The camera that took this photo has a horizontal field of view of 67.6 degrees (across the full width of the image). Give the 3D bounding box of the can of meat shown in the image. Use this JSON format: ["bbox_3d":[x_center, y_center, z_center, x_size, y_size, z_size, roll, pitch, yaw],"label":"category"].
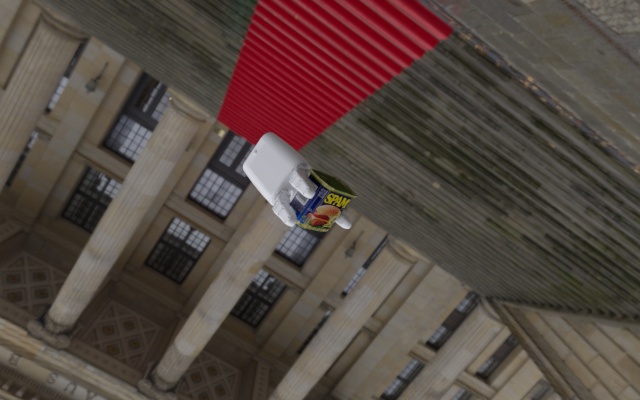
[{"bbox_3d":[0.000,0.003,0.806,0.057,0.084,0.102,44,15,31],"label":"can of meat"}]
